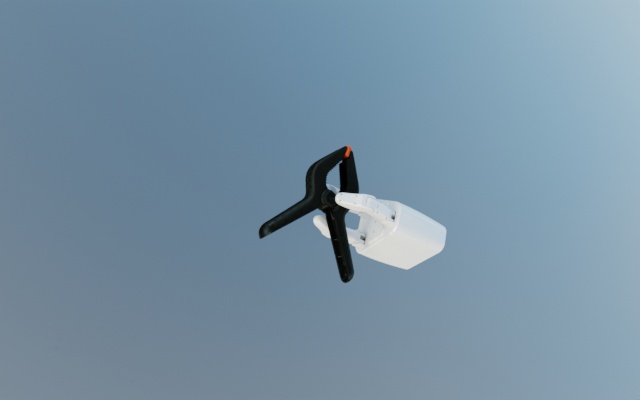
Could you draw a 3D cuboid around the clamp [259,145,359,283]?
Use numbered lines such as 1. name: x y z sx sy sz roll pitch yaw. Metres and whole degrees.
1. clamp: 0.001 0.002 0.729 0.164 0.210 0.036 24 -23 -26
